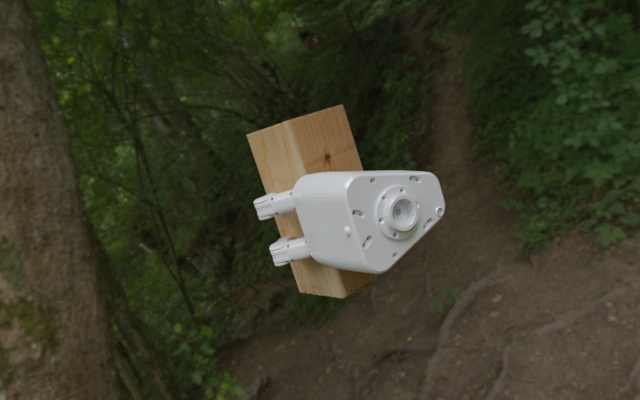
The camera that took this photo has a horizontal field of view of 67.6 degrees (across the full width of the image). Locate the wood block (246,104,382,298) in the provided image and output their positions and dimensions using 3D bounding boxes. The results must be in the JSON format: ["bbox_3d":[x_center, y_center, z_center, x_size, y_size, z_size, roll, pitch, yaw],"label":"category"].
[{"bbox_3d":[0.001,0.002,0.578,0.091,0.206,0.090,-24,11,-37],"label":"wood block"}]
